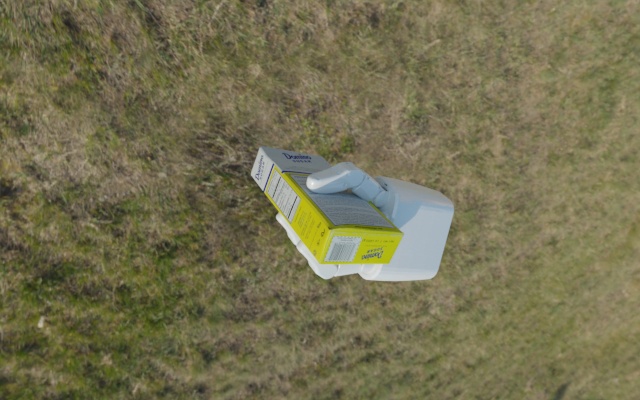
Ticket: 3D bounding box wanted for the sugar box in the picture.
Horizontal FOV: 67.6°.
[{"bbox_3d":[0.000,0.002,0.522,0.093,0.048,0.176,6,25,-35],"label":"sugar box"}]
